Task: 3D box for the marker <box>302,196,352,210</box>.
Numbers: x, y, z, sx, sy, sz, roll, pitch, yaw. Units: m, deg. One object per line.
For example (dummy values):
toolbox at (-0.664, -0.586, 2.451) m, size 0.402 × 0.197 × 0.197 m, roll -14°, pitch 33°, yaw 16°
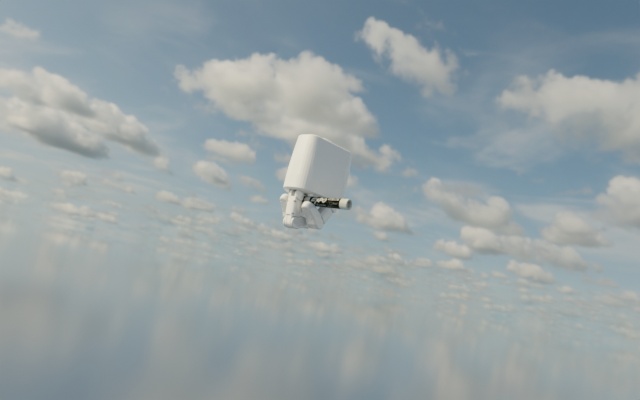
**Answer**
marker at (0.000, 0.003, 0.838) m, size 0.121 × 0.020 × 0.020 m, roll 5°, pitch 3°, yaw 36°
